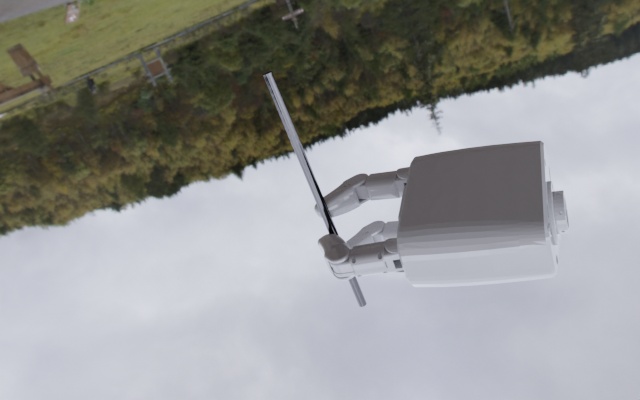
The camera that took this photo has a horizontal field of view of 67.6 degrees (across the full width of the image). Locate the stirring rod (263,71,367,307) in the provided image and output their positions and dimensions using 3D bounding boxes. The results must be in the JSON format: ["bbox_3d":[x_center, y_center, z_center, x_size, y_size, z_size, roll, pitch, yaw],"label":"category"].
[{"bbox_3d":[0.000,0.001,0.425,0.011,0.240,0.011,-18,24,9],"label":"stirring rod"}]
